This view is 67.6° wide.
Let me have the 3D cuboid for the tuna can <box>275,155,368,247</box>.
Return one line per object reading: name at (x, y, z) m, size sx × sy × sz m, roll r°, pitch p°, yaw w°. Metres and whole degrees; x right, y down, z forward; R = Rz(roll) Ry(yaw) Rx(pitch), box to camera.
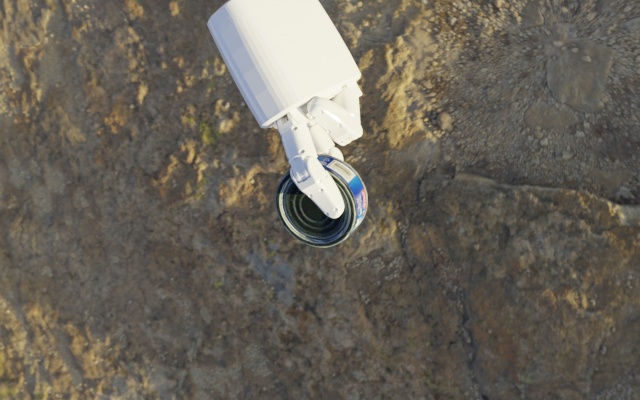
tuna can at (0.000, 0.002, 0.461) m, size 0.086 × 0.086 × 0.033 m, roll 0°, pitch 21°, yaw 24°
